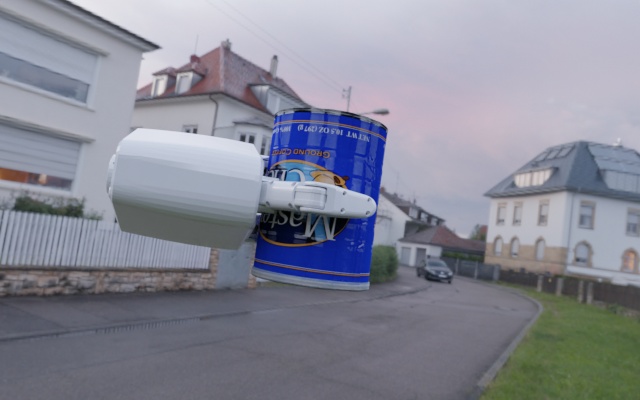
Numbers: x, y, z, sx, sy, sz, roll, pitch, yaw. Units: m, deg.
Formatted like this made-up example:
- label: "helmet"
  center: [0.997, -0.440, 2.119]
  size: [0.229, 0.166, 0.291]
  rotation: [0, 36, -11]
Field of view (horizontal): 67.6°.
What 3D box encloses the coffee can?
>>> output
- label: "coffee can"
  center: [0.000, 0.002, 0.419]
  size: [0.103, 0.140, 0.103]
  rotation: [8, -4, 1]
